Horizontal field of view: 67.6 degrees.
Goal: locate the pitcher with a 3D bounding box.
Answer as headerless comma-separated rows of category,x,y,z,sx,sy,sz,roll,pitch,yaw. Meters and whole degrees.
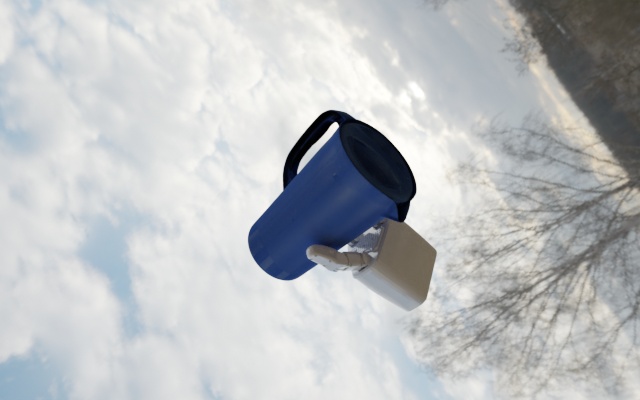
pitcher,0.000,0.002,0.670,0.145,0.149,0.243,36,-55,-18
